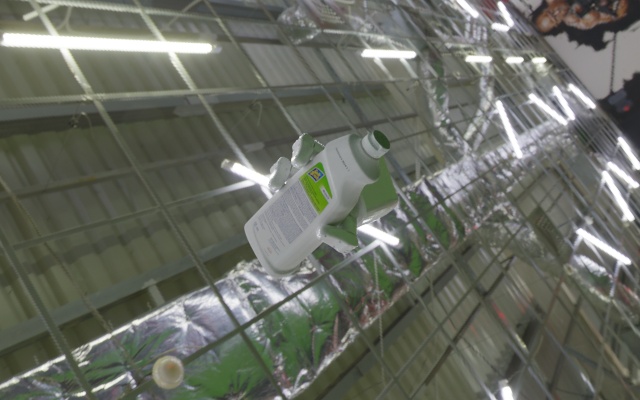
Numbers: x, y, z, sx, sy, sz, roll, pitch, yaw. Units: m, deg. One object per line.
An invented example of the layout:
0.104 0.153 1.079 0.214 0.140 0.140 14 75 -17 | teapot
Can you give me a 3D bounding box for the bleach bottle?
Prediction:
0.000 0.002 0.636 0.251 0.102 0.068 -41 -16 35 | bleach bottle
